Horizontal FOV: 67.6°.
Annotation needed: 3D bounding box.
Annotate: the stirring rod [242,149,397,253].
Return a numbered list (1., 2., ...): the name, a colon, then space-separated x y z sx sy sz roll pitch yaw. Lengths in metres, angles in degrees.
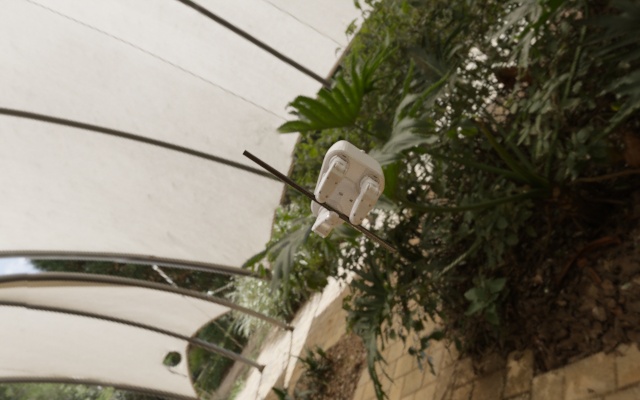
1. stirring rod: 0.000 0.002 0.634 0.239 0.011 0.011 33 -3 -4
